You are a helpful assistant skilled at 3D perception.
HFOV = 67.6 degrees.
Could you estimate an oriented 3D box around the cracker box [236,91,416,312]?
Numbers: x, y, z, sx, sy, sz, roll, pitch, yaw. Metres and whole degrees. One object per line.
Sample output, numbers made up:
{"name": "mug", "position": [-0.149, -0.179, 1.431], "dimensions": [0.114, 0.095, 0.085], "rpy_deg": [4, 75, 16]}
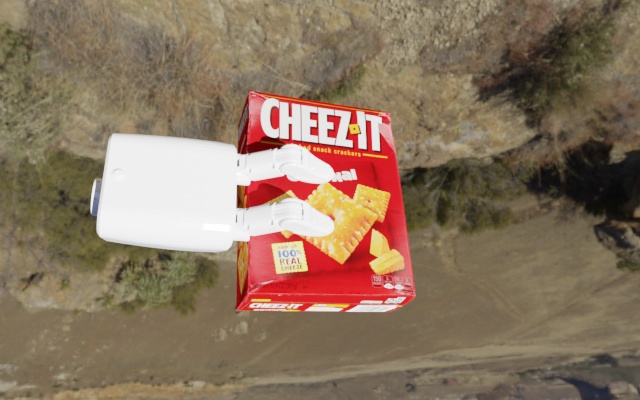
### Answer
{"name": "cracker box", "position": [0.000, 0.002, 0.488], "dimensions": [0.164, 0.213, 0.072], "rpy_deg": [5, -26, -18]}
